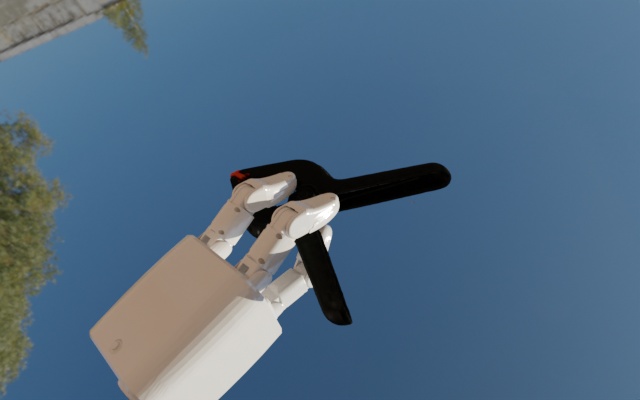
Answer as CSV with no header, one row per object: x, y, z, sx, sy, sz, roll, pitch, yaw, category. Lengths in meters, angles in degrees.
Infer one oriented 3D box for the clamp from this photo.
0.000,0.002,0.434,0.164,0.036,0.210,-44,45,-21,clamp
